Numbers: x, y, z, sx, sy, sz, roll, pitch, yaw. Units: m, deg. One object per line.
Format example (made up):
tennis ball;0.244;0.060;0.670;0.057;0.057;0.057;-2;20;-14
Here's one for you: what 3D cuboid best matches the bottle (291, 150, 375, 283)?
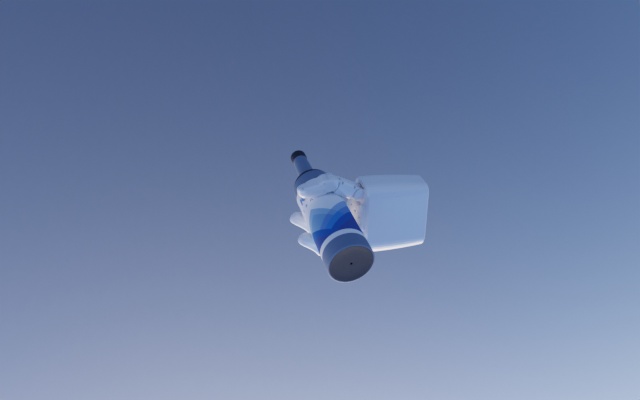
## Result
bottle;0.000;0.003;0.740;0.069;0.069;0.295;0;33;-19
